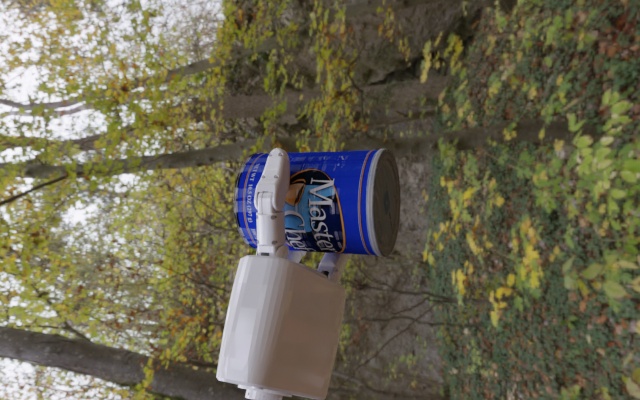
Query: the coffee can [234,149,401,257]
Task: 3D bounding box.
[{"bbox_3d":[0.000,0.001,0.479,0.140,0.103,0.103,1,0,22],"label":"coffee can"}]
